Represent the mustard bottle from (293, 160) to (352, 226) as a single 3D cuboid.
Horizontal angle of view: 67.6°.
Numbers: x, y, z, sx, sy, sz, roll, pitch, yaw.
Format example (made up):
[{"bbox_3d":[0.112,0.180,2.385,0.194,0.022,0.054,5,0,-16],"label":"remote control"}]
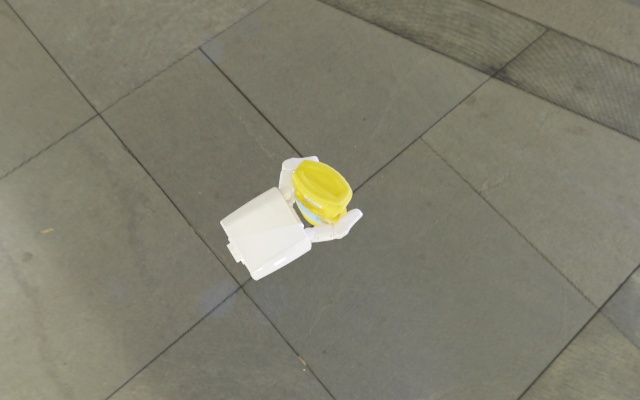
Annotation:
[{"bbox_3d":[0.000,0.002,0.816,0.096,0.058,0.192,32,-17,9],"label":"mustard bottle"}]
